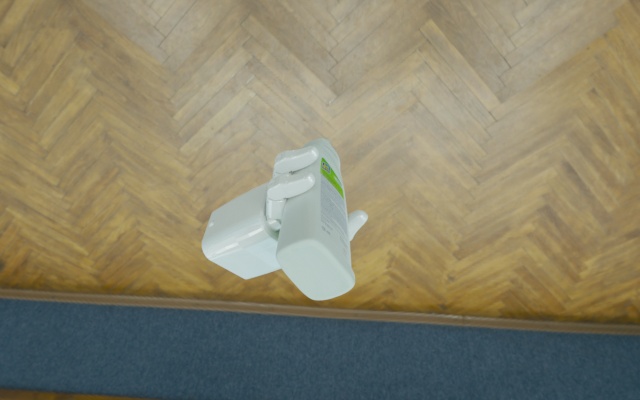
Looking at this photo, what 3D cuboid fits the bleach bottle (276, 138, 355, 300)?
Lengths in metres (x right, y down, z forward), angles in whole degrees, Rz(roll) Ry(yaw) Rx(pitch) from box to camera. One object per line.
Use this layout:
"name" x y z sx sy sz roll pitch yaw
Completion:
"bleach bottle" 0.000 0.002 0.634 0.068 0.103 0.250 -23 34 21
